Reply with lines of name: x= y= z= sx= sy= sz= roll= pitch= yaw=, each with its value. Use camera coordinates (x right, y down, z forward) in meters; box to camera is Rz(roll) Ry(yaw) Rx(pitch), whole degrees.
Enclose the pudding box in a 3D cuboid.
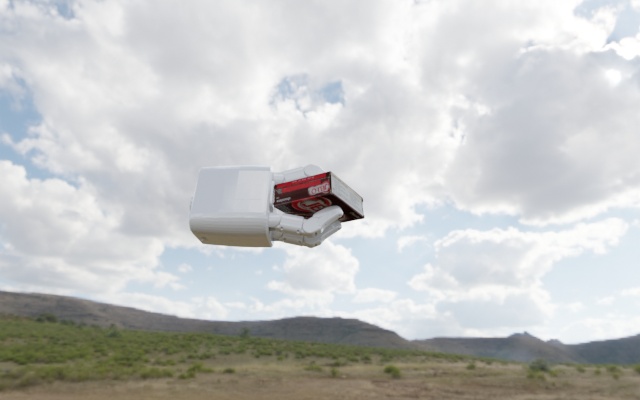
pudding box: x=0.000 y=0.002 z=0.678 sx=0.090 sy=0.039 sz=0.113 roll=-11 pitch=-22 yaw=26
